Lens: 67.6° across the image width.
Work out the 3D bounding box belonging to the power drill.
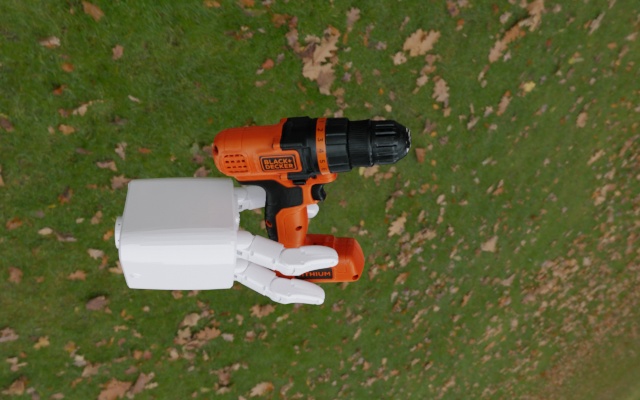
[{"bbox_3d":[0.000,0.002,0.486,0.184,0.188,0.057,-1,38,11],"label":"power drill"}]
